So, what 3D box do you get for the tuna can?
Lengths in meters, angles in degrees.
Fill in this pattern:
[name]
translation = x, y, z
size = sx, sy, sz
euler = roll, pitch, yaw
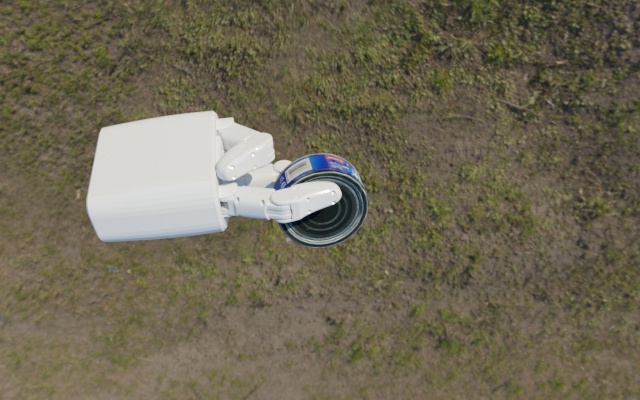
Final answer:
[tuna can]
translation = 0.000, 0.002, 0.440
size = 0.086, 0.086, 0.033
euler = 0, 32, -12
